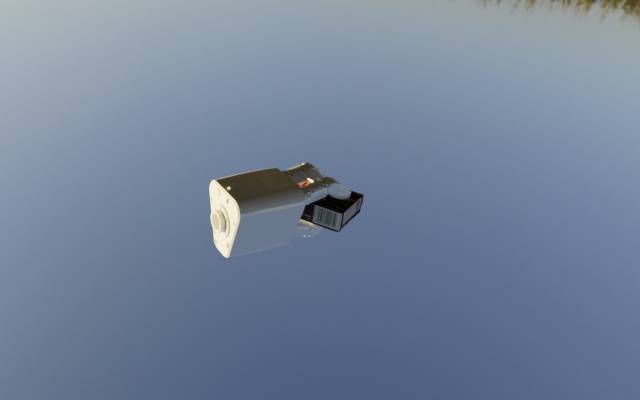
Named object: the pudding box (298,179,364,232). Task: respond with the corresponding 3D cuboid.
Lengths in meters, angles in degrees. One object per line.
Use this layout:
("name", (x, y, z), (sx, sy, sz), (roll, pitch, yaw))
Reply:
("pudding box", (0.000, 0.003, 0.763), (0.113, 0.039, 0.090), (21, 29, 18))
